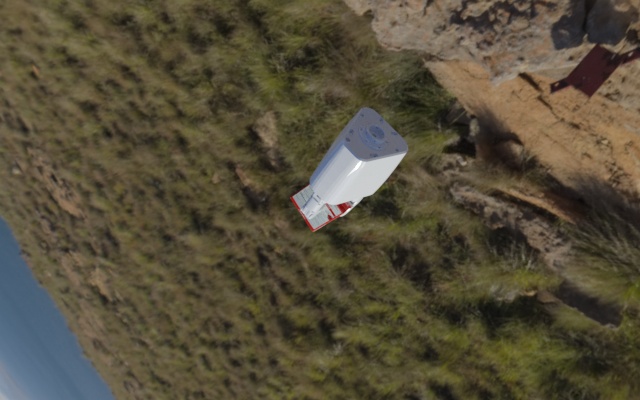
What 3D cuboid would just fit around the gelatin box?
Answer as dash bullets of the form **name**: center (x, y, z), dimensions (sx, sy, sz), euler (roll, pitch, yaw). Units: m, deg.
- **gelatin box**: center (0.000, 0.003, 0.813), dimensions (0.089, 0.073, 0.030), euler (-33, 1, 44)
